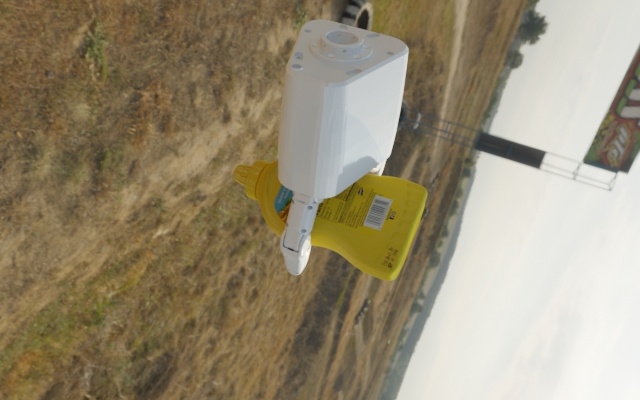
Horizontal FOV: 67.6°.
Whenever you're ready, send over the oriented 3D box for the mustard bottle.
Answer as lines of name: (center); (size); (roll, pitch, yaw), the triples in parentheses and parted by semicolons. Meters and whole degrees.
mustard bottle: (0.000, 0.002, 0.473); (0.191, 0.096, 0.058); (20, -21, 14)
